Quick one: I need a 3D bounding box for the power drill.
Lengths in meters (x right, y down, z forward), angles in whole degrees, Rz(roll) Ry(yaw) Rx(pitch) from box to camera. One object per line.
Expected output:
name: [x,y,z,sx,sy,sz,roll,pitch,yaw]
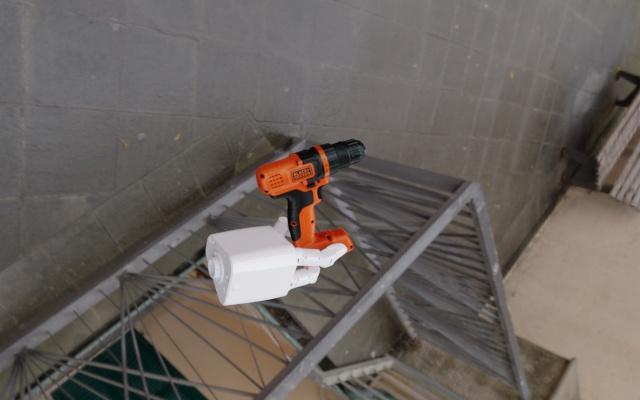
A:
power drill: [0.000,0.003,0.785,0.184,0.188,0.057,-18,23,-13]
